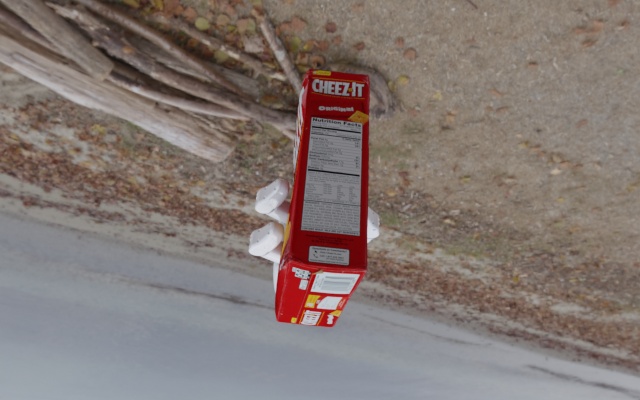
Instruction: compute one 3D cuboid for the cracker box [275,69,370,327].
[{"bbox_3d":[0.000,0.002,0.489,0.072,0.213,0.164,7,-30,-5],"label":"cracker box"}]
